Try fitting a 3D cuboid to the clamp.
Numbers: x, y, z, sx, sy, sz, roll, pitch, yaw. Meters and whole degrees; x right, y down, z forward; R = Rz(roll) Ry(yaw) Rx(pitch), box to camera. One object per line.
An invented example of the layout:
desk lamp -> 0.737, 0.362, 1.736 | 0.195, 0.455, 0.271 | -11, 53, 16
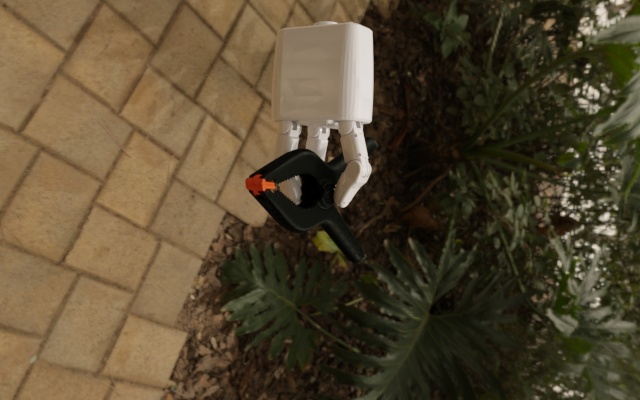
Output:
clamp -> 0.000, 0.002, 0.563 | 0.036, 0.164, 0.210 | 4, 4, 41
